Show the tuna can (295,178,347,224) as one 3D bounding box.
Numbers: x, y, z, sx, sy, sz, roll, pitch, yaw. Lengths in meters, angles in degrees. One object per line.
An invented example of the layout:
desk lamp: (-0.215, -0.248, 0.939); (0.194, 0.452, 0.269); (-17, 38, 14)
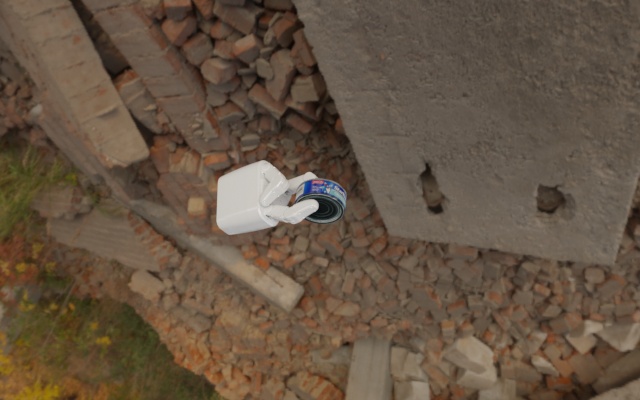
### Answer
tuna can: (0.000, 0.003, 0.801); (0.086, 0.033, 0.086); (5, -38, 4)
